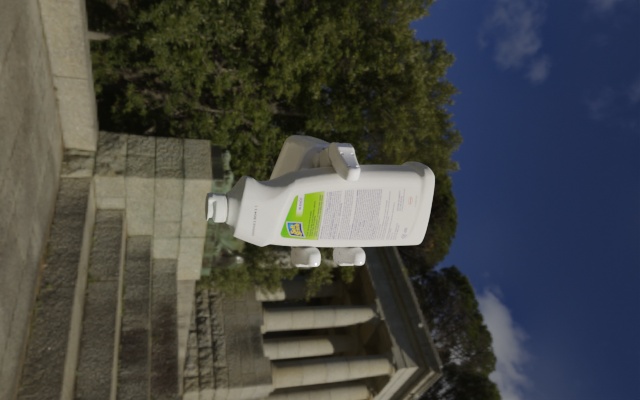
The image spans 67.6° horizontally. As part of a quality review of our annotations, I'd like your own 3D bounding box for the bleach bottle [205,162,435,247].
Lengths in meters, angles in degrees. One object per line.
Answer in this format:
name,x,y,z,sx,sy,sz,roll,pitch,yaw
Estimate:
bleach bottle,0.000,0.002,0.538,0.251,0.102,0.068,2,15,-20
